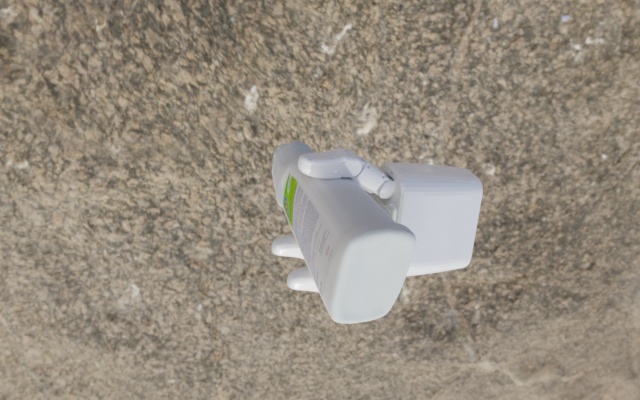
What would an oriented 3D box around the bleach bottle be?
[{"bbox_3d":[0.000,0.002,0.485,0.068,0.103,0.250,-1,32,-23],"label":"bleach bottle"}]
